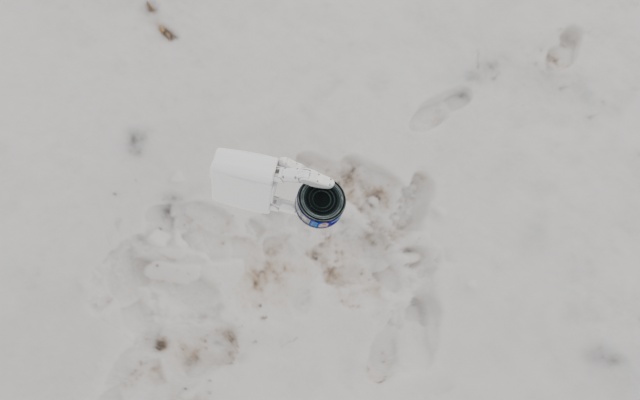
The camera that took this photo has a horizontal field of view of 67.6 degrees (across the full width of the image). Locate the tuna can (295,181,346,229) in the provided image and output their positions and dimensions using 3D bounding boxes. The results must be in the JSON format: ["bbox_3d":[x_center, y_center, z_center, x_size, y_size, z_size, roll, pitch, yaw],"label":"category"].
[{"bbox_3d":[0.000,0.002,0.819,0.086,0.086,0.034,0,-22,-10],"label":"tuna can"}]
